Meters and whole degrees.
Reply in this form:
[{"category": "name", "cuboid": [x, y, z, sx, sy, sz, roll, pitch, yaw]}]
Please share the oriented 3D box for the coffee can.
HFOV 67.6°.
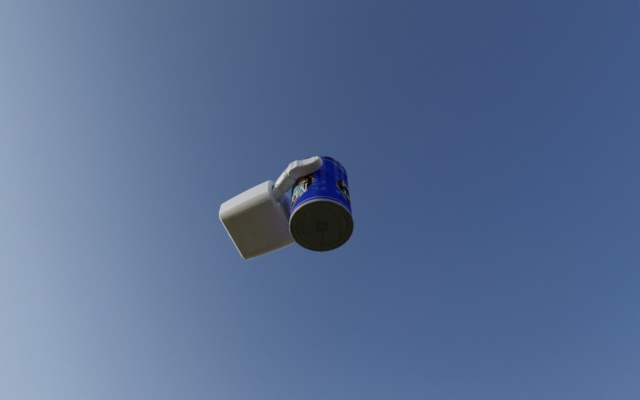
[{"category": "coffee can", "cuboid": [0.000, 0.003, 0.810, 0.103, 0.103, 0.140, 0, 35, -1]}]
